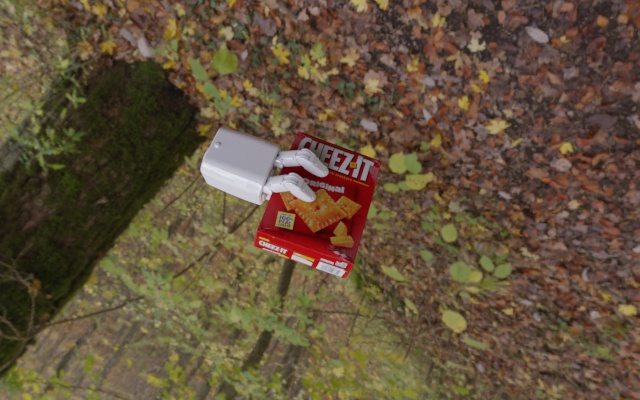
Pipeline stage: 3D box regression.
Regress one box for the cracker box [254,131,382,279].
[{"bbox_3d":[0.000,0.003,0.814,0.164,0.213,0.072,20,-30,-2],"label":"cracker box"}]
